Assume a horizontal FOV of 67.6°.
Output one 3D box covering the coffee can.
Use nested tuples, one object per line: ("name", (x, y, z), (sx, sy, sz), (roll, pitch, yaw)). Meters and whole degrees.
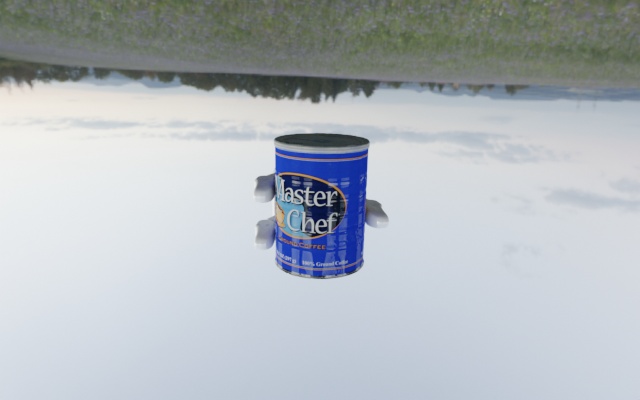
("coffee can", (0.000, 0.002, 0.528), (0.103, 0.140, 0.102), (1, 15, 0))
